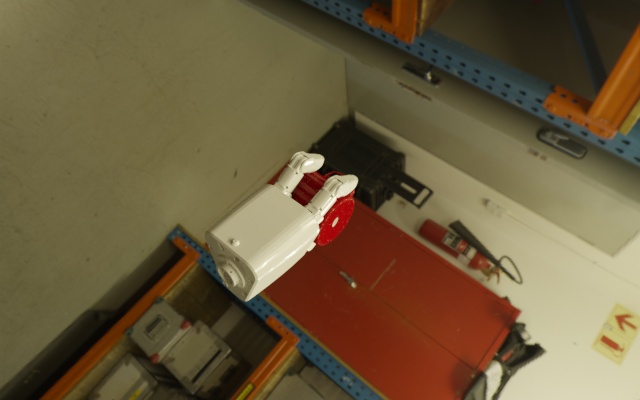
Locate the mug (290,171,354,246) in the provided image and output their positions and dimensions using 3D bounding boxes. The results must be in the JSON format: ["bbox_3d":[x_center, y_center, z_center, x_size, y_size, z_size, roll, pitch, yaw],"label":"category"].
[{"bbox_3d":[0.001,0.002,0.670,0.081,0.093,0.117,36,56,23],"label":"mug"}]
